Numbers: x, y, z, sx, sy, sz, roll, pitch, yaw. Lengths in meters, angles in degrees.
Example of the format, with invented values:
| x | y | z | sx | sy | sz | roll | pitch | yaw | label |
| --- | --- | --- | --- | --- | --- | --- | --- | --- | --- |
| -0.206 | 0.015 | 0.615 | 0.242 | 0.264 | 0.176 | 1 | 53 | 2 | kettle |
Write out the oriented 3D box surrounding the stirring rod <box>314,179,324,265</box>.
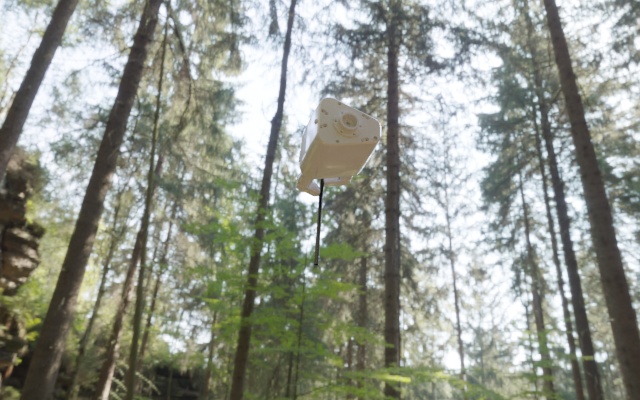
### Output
| x | y | z | sx | sy | sz | roll | pitch | yaw | label |
| --- | --- | --- | --- | --- | --- | --- | --- | --- | --- |
| 0.000 | 0.003 | 0.872 | 0.011 | 0.239 | 0.011 | 3 | -27 | 2 | stirring rod |
